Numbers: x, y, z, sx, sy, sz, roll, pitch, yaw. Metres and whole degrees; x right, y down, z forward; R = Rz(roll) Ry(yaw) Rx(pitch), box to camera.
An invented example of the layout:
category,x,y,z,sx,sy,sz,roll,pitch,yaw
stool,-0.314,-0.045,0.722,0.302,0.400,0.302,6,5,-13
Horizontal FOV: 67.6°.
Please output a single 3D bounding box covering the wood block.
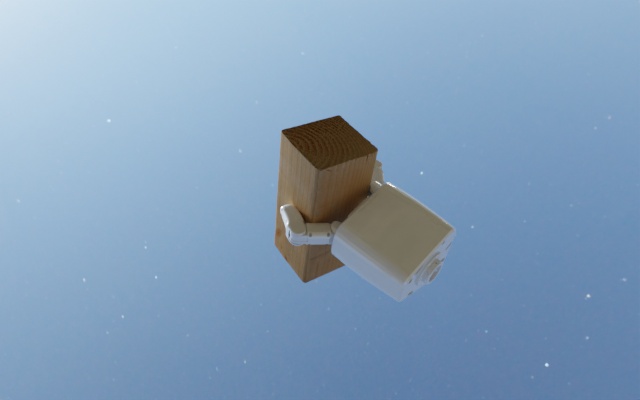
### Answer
category,x,y,z,sx,sy,sz,roll,pitch,yaw
wood block,0.000,0.003,0.646,0.091,0.206,0.090,-20,49,-28
